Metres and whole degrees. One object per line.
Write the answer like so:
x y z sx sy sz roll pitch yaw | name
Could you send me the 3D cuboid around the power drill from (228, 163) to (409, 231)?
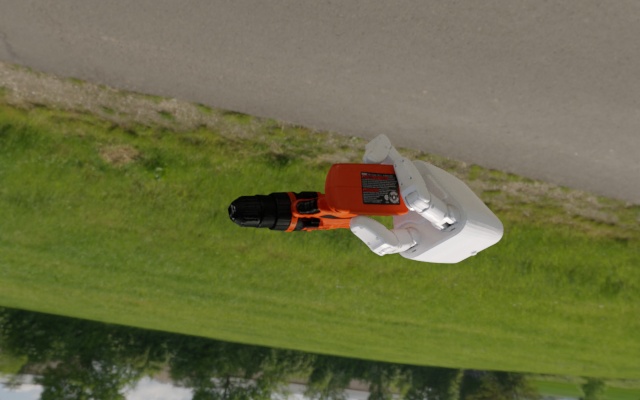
0.001 0.002 0.575 0.184 0.057 0.188 -1 -8 -29 | power drill
